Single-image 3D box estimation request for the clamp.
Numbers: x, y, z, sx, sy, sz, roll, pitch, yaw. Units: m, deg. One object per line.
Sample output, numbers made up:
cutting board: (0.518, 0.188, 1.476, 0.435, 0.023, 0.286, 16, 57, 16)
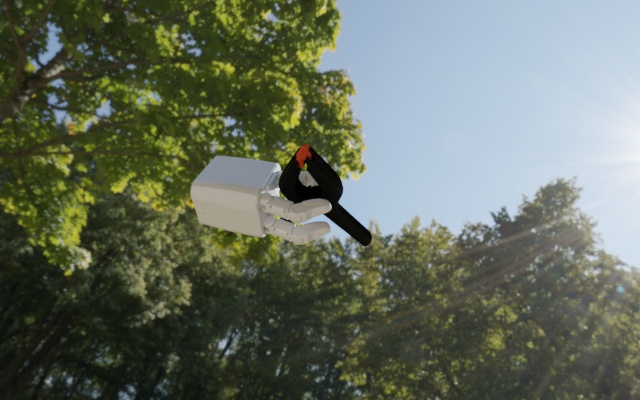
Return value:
clamp: (0.000, 0.001, 0.716, 0.164, 0.036, 0.210, 8, -38, 8)
